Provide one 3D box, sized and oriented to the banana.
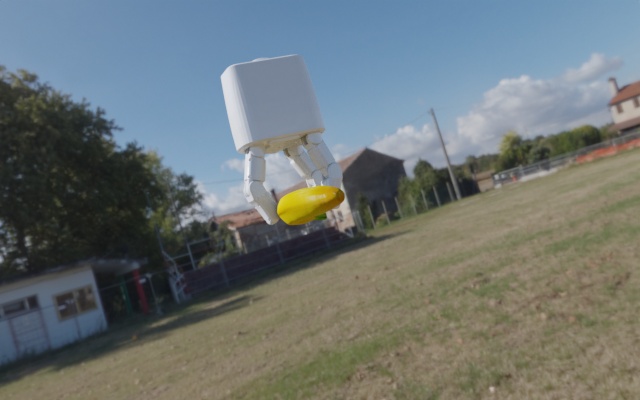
[{"bbox_3d":[-0.018,0.006,0.580,0.069,0.037,0.198,-13,-5,-7],"label":"banana"}]
